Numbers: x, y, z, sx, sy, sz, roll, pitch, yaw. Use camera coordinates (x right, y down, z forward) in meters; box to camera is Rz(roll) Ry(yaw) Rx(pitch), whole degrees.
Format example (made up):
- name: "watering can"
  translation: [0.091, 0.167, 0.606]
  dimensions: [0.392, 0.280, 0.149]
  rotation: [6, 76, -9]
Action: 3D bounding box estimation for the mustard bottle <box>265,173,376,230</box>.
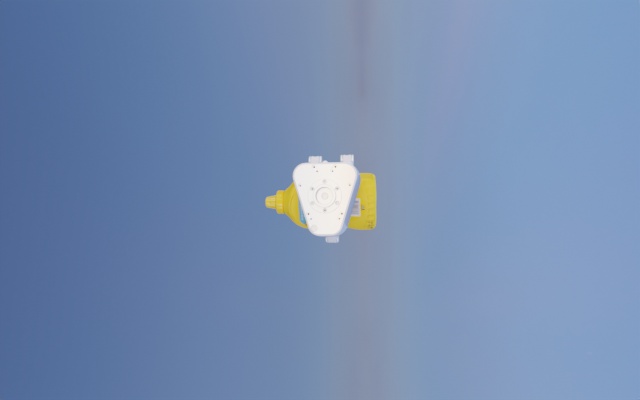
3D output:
- name: "mustard bottle"
  translation: [0.000, 0.003, 0.828]
  dimensions: [0.191, 0.096, 0.058]
  rotation: [-1, 23, 5]
